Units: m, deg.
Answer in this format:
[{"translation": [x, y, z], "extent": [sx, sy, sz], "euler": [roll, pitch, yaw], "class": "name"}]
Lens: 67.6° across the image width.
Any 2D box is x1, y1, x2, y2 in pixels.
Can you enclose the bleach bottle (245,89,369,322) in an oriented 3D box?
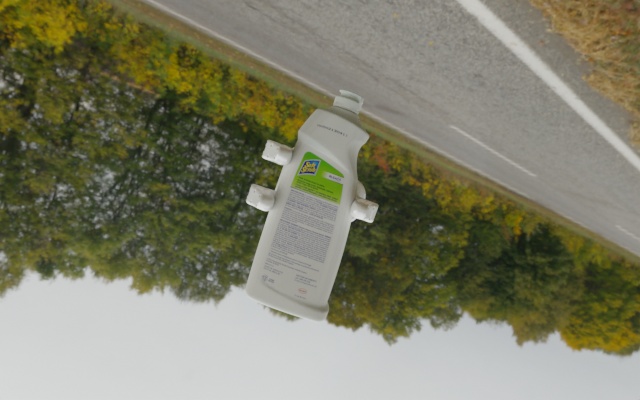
[{"translation": [0.000, 0.002, 0.542], "extent": [0.102, 0.251, 0.068], "euler": [20, 4, -3], "class": "bleach bottle"}]
